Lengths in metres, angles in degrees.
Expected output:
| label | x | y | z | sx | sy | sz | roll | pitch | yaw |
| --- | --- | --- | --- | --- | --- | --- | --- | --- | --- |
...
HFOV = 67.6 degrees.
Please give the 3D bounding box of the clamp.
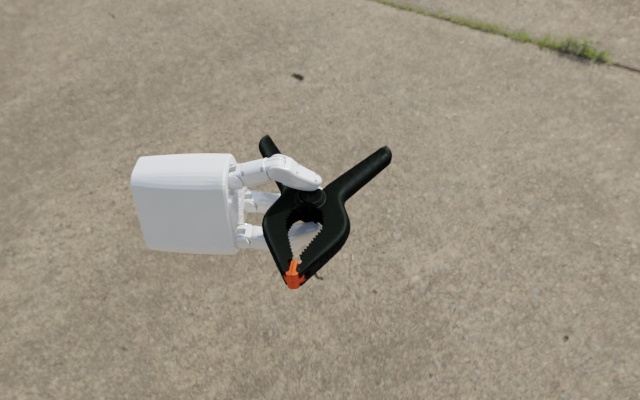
| label | x | y | z | sx | sy | sz | roll | pitch | yaw |
| --- | --- | --- | --- | --- | --- | --- | --- | --- | --- |
| clamp | 0.000 | 0.002 | 0.531 | 0.164 | 0.209 | 0.036 | 0 | -41 | 4 |
